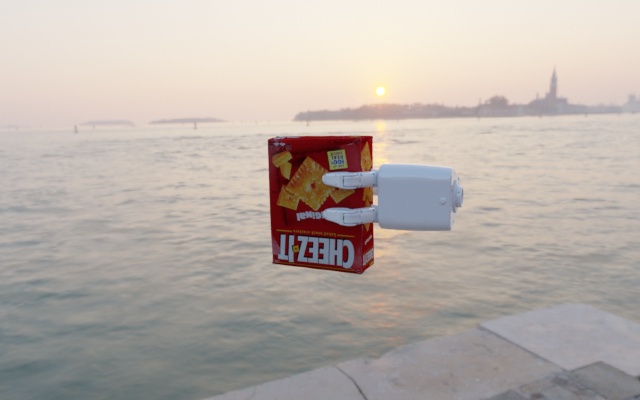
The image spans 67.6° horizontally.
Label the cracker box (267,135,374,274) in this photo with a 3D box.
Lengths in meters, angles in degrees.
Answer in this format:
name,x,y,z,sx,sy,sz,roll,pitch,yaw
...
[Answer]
name,x,y,z,sx,sy,sz,roll,pitch,yaw
cracker box,0.000,0.002,0.777,0.164,0.214,0.072,3,11,24
